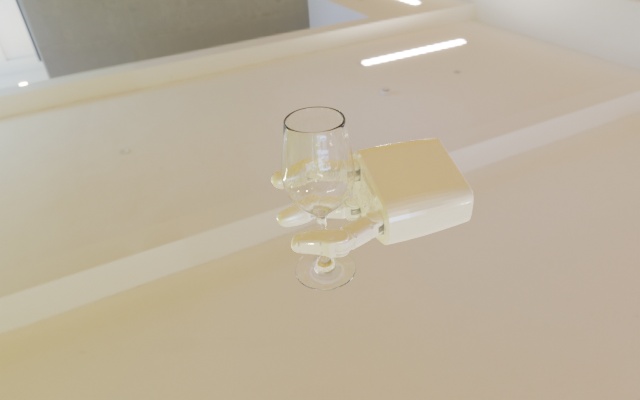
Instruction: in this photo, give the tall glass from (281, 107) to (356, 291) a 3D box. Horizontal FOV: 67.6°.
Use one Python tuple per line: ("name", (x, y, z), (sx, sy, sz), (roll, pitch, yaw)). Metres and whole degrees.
("tall glass", (0.000, 0.002, 0.526), (0.079, 0.201, 0.079), (-3, 35, 2))
